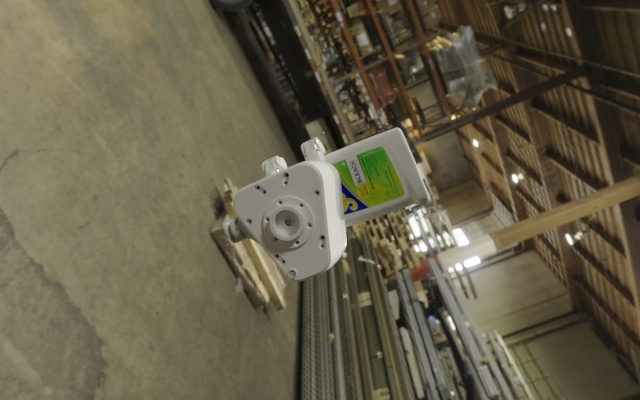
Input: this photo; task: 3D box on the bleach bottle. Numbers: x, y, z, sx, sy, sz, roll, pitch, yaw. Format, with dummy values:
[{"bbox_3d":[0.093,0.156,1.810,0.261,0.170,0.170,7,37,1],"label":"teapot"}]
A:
[{"bbox_3d":[0.000,0.002,0.600,0.251,0.102,0.068,-23,-1,10],"label":"bleach bottle"}]
